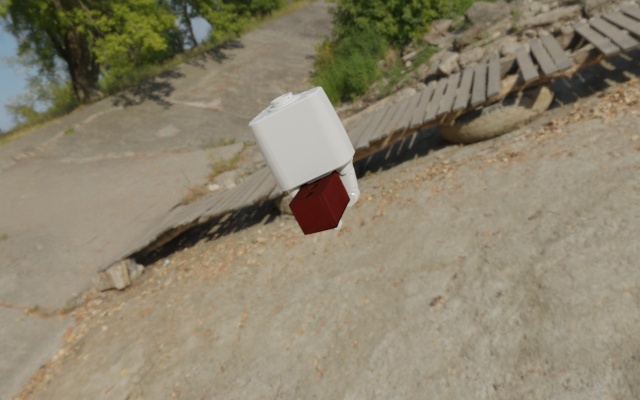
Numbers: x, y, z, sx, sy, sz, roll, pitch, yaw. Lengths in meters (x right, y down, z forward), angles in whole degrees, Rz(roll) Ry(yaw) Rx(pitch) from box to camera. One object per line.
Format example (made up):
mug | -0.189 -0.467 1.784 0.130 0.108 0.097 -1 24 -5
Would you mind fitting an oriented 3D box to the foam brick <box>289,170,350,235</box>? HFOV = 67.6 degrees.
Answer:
foam brick | 0.000 0.002 0.652 0.053 0.051 0.078 -17 22 25
